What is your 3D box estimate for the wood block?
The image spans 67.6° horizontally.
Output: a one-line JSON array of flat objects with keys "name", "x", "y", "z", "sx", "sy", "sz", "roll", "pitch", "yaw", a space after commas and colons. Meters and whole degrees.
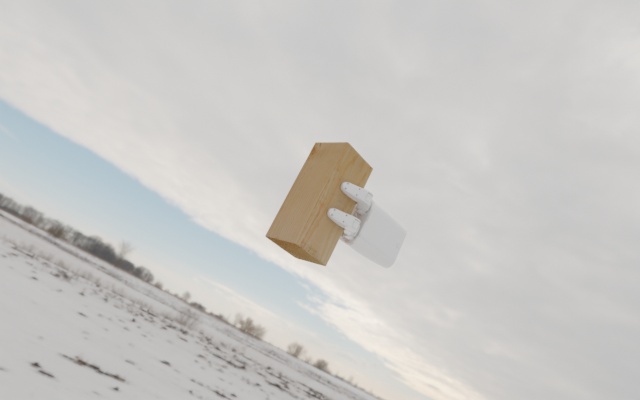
[{"name": "wood block", "x": 0.000, "y": 0.003, "z": 0.873, "sx": 0.091, "sy": 0.206, "sz": 0.090, "roll": 7, "pitch": -27, "yaw": 48}]
